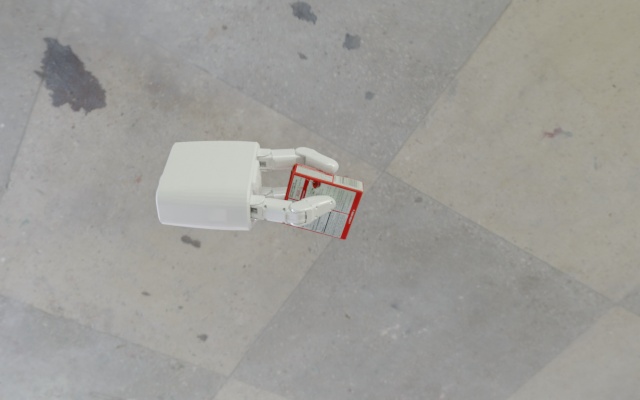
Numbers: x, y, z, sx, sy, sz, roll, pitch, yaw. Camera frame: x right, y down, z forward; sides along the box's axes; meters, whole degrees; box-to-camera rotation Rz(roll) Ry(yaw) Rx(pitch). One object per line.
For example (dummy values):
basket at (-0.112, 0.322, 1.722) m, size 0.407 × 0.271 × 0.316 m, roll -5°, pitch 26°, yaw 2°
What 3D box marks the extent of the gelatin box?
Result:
gelatin box at (0.000, 0.002, 0.585) m, size 0.089 × 0.073 × 0.030 m, roll 15°, pitch 29°, yaw -3°
